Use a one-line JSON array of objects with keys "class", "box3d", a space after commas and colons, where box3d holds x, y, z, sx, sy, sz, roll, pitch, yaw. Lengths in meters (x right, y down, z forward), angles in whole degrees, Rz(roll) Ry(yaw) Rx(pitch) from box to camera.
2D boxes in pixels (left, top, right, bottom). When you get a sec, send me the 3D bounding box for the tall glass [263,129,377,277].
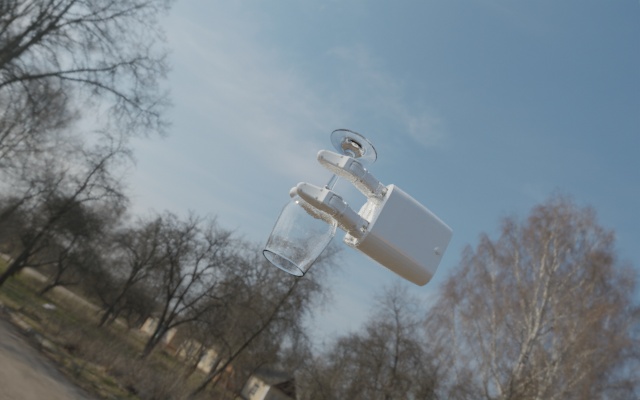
[{"class": "tall glass", "box3d": [0.000, 0.001, 0.643, 0.079, 0.201, 0.079, 26, -23, 12]}]
